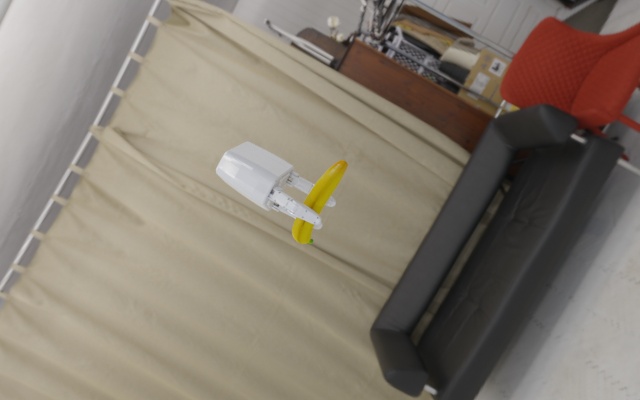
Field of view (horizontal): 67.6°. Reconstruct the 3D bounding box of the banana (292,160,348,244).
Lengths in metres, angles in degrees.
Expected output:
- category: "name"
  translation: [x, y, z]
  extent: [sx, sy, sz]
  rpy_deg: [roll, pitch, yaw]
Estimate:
- category: "banana"
  translation: [-0.010, 0.012, 0.860]
  extent: [0.037, 0.198, 0.069]
  rpy_deg: [34, 34, 13]
